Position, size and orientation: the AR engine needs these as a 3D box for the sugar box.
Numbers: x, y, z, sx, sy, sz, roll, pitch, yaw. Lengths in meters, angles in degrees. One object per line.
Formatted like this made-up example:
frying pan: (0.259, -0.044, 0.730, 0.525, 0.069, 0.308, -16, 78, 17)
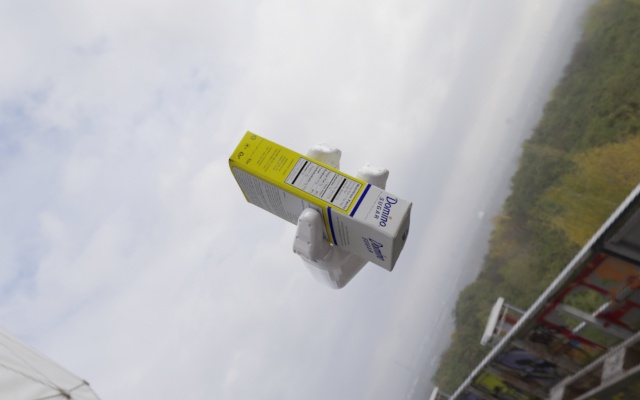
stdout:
sugar box: (0.000, 0.001, 0.469, 0.176, 0.048, 0.093, 23, -22, 16)
